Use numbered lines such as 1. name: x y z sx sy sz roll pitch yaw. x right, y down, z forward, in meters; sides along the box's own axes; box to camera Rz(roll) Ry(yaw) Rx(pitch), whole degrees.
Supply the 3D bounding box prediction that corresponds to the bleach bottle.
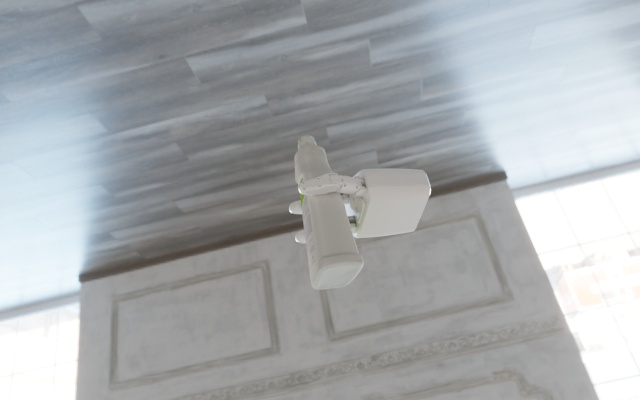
1. bleach bottle: 0.000 0.003 0.736 0.068 0.250 0.103 -3 -29 -16
